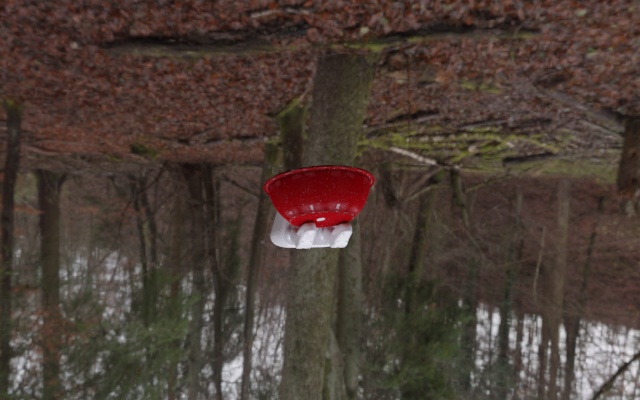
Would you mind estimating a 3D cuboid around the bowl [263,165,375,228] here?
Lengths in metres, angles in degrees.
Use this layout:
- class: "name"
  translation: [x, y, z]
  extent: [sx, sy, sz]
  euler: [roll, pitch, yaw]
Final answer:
- class: "bowl"
  translation: [0.000, 0.002, 0.681]
  extent: [0.162, 0.055, 0.162]
  euler: [-4, -17, -1]
